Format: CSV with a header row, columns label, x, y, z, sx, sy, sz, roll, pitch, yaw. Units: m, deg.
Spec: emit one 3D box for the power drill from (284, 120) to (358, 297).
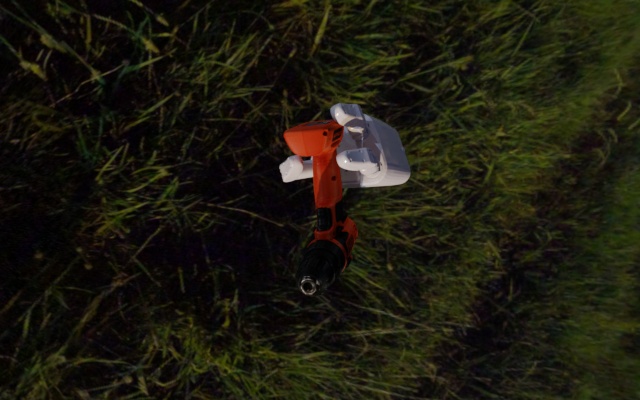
label,x,y,z,sx,sy,sz,roll,pitch,yaw
power drill,0.000,0.001,0.578,0.057,0.188,0.184,-2,16,14
